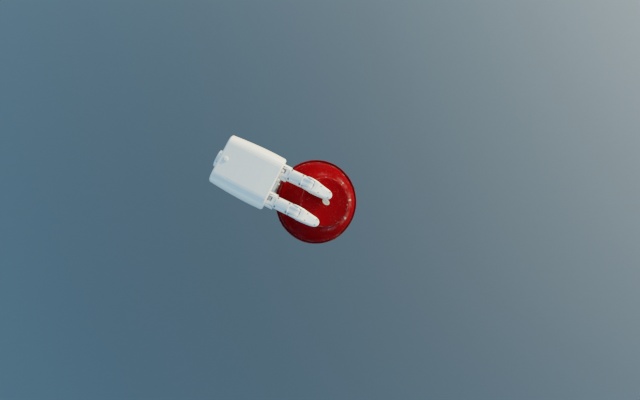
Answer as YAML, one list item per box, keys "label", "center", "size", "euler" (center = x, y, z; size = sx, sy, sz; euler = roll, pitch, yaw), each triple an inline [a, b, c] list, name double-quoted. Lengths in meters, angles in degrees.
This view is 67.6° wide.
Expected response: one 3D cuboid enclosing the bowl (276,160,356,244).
- label: "bowl"
  center: [0.002, 0.003, 0.893]
  size: [0.162, 0.162, 0.055]
  euler: [0, 1, -17]
